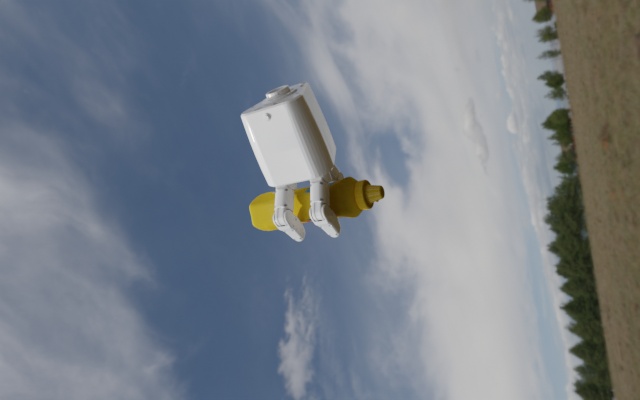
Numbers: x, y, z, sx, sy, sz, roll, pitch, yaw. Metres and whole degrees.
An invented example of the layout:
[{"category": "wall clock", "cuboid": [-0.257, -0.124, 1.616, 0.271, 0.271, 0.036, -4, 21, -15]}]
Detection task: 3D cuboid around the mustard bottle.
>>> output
[{"category": "mustard bottle", "cuboid": [0.000, 0.003, 0.687, 0.191, 0.058, 0.096, -10, 0, 28]}]
